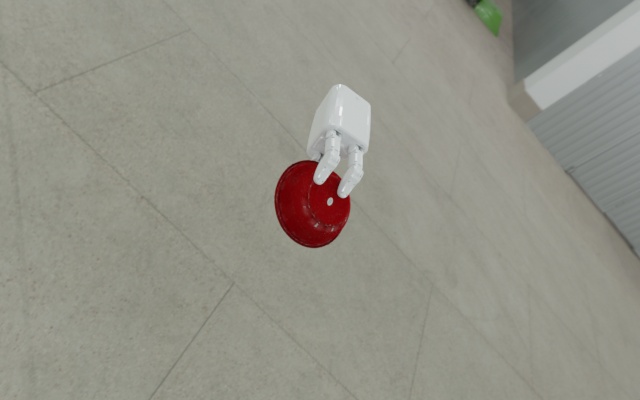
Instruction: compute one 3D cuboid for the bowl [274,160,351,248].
[{"bbox_3d":[0.000,0.004,0.846,0.162,0.162,0.055,0,-7,-37],"label":"bowl"}]
